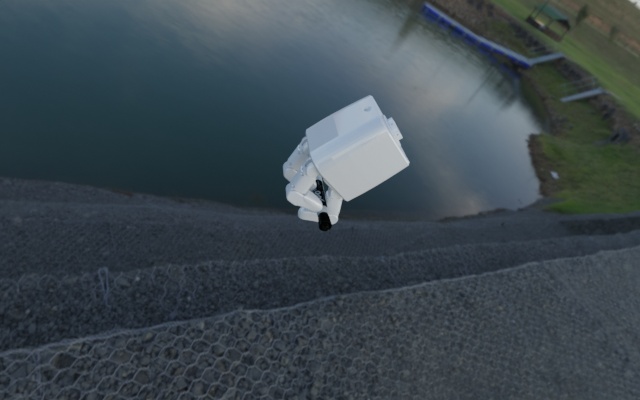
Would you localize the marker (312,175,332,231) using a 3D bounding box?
[{"bbox_3d":[0.000,0.002,0.708,0.020,0.020,0.121,0,38,-9],"label":"marker"}]
